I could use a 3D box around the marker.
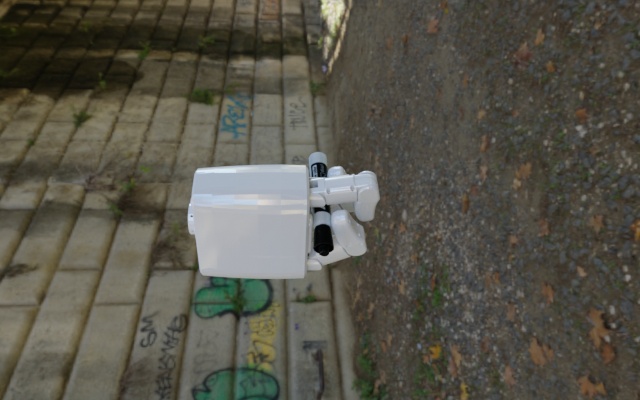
[{"bbox_3d":[0.000,0.002,0.465,0.020,0.121,0.020,-2,-39,-2],"label":"marker"}]
